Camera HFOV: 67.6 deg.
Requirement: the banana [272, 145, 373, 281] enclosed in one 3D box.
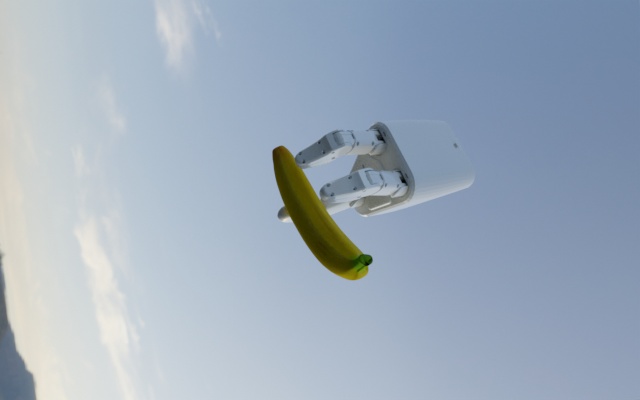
[{"bbox_3d":[-0.001,0.018,0.489,0.037,0.070,0.197,-12,41,-28],"label":"banana"}]
